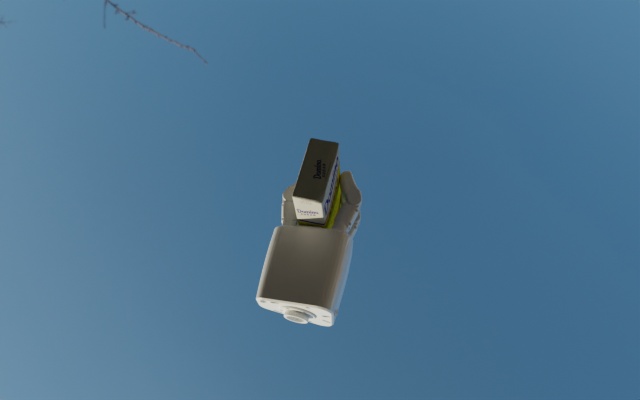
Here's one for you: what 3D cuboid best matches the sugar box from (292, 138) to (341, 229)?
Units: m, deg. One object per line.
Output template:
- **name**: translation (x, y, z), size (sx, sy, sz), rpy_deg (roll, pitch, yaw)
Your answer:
- **sugar box**: translation (0.001, 0.002, 0.672), size (0.048, 0.093, 0.176), rpy_deg (12, -27, 8)
